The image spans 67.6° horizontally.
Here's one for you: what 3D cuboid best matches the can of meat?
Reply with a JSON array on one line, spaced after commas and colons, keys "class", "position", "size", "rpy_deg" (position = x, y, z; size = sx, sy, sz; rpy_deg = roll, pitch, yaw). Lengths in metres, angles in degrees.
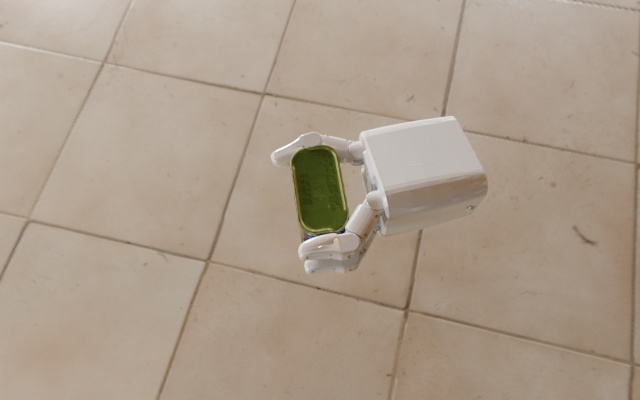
[{"class": "can of meat", "position": [0.000, 0.001, 0.515], "size": [0.057, 0.102, 0.084], "rpy_deg": [-9, -20, -1]}]
